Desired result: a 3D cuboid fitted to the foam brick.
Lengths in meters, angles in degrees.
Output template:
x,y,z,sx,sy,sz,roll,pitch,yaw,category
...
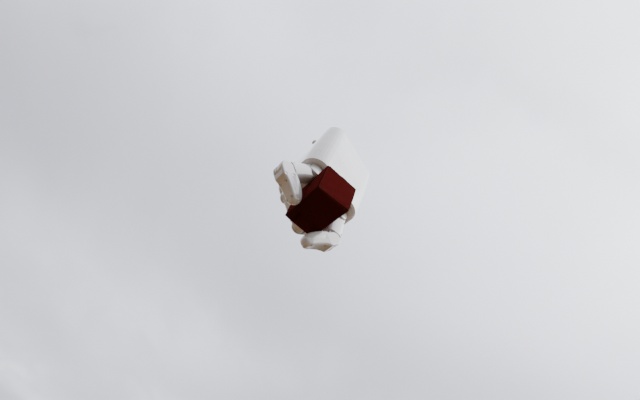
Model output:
x,y,z,sx,sy,sz,roll,pitch,yaw,category
0.000,0.002,0.636,0.078,0.053,0.051,-39,16,39,foam brick
